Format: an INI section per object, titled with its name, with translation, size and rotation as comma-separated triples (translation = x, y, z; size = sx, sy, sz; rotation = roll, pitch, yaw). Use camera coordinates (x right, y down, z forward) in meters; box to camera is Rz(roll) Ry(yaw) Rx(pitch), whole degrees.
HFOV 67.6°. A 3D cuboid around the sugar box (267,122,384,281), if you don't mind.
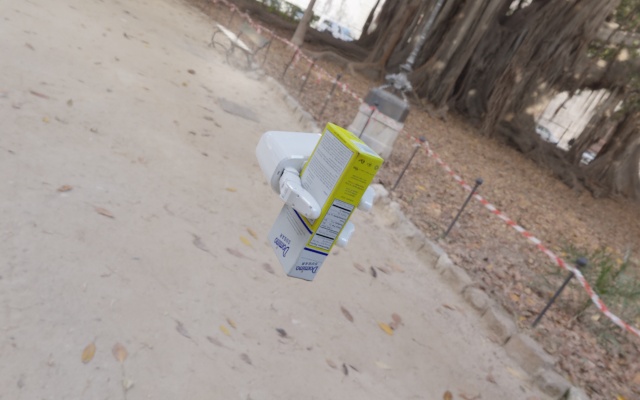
[sugar box]
translation = 0.001, 0.002, 0.592
size = 0.048, 0.176, 0.093
rotation = 17, 21, -31
